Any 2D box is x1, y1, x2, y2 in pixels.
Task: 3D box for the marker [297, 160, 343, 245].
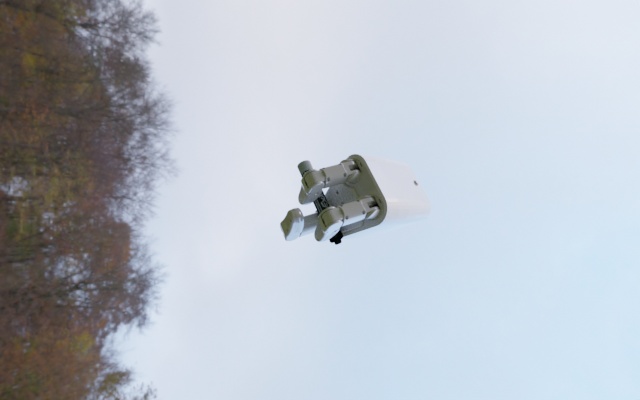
[{"bbox_3d":[0.000,0.002,0.615,0.020,0.121,0.020,-20,-23,-9],"label":"marker"}]
